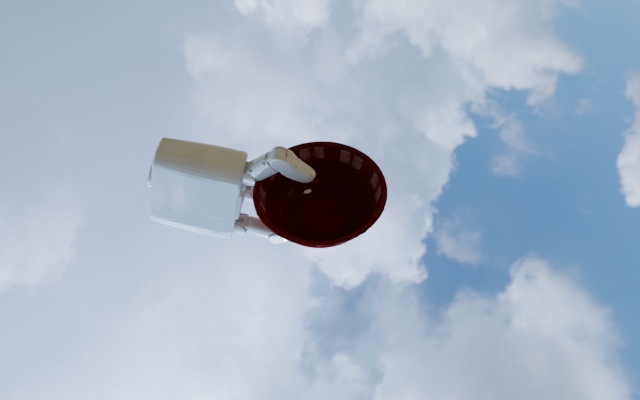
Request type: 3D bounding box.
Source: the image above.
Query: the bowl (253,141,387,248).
[{"bbox_3d":[0.001,0.003,0.590,0.162,0.162,0.055,0,-38,3],"label":"bowl"}]
